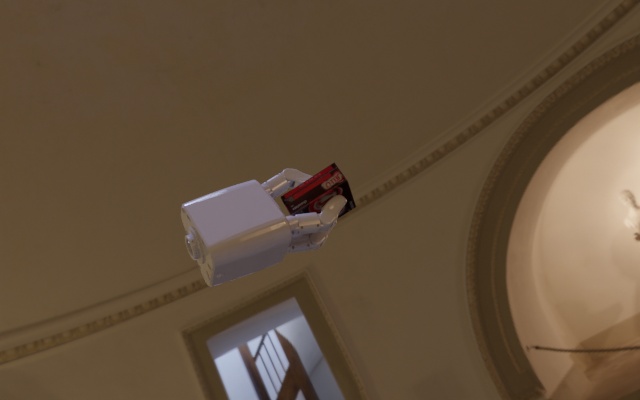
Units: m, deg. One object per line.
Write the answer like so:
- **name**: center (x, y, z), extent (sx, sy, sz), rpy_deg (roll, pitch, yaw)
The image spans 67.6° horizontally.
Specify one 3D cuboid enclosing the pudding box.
- **pudding box**: center (0.000, 0.002, 0.688), extent (0.090, 0.039, 0.113), rpy_deg (-32, -20, -1)
